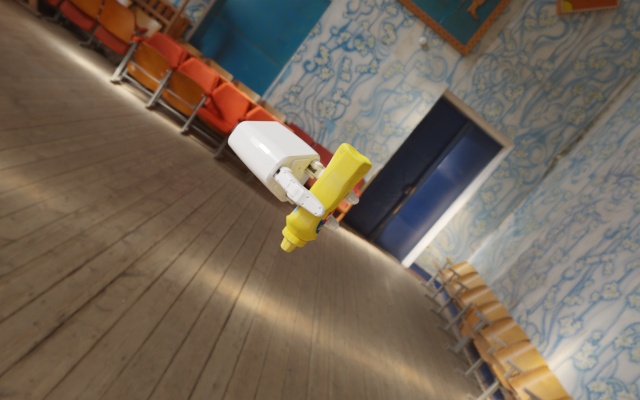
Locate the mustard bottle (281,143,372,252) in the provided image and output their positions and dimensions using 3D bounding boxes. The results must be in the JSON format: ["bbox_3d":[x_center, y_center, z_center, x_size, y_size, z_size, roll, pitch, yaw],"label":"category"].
[{"bbox_3d":[0.001,0.002,0.742,0.058,0.191,0.096,38,11,0],"label":"mustard bottle"}]
